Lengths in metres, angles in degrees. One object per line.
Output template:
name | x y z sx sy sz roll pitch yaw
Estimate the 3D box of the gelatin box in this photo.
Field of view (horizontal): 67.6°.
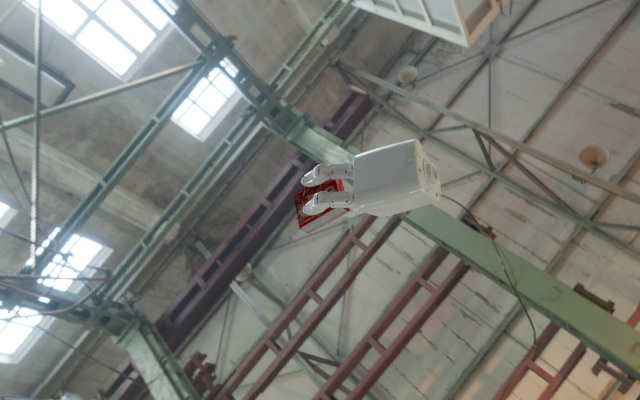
gelatin box | 0.000 0.003 0.799 0.089 0.073 0.030 -30 -39 24
